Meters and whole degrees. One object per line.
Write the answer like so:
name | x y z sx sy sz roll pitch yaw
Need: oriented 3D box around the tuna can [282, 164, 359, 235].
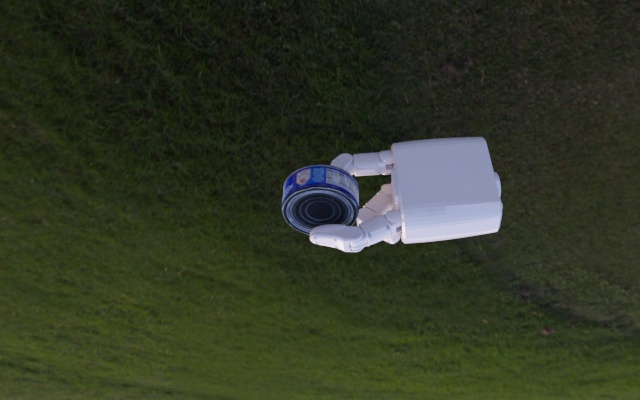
tuna can | 0.000 0.002 0.528 0.086 0.033 0.086 2 -42 1
